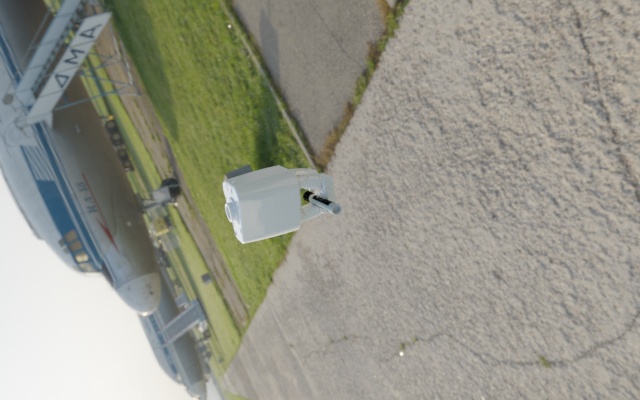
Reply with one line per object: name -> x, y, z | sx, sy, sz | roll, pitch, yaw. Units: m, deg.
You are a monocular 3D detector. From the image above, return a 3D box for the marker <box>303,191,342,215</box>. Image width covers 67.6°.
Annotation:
marker -> 0.000, 0.003, 0.830 | 0.020, 0.020, 0.121 | 0, 12, -27
